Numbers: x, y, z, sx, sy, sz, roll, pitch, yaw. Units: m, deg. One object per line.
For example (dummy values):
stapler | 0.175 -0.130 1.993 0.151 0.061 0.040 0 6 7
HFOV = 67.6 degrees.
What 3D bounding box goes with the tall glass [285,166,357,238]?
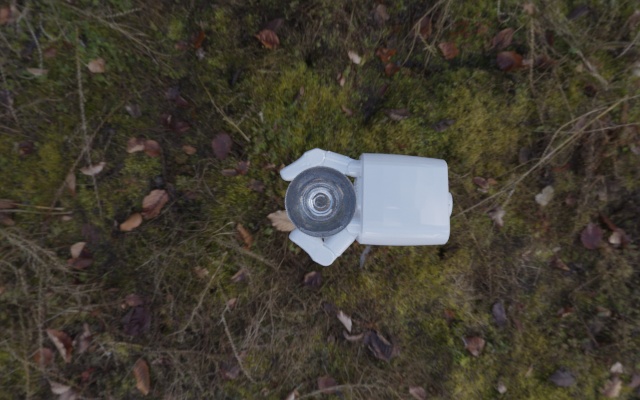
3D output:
tall glass | 0.000 0.002 0.589 0.079 0.079 0.201 0 0 -1
